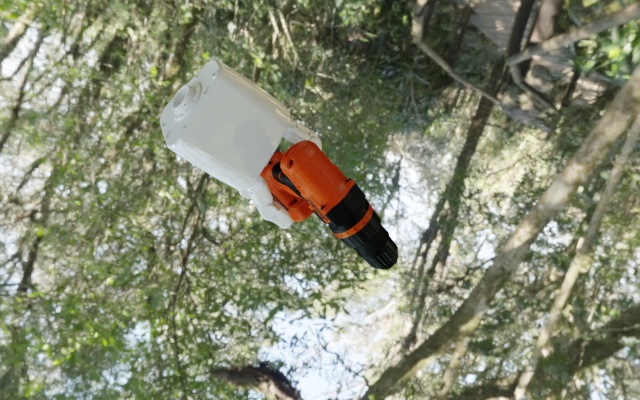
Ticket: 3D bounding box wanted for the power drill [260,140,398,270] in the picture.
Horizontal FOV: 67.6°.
[{"bbox_3d":[0.000,0.002,0.590,0.057,0.184,0.187,-45,22,-14],"label":"power drill"}]
